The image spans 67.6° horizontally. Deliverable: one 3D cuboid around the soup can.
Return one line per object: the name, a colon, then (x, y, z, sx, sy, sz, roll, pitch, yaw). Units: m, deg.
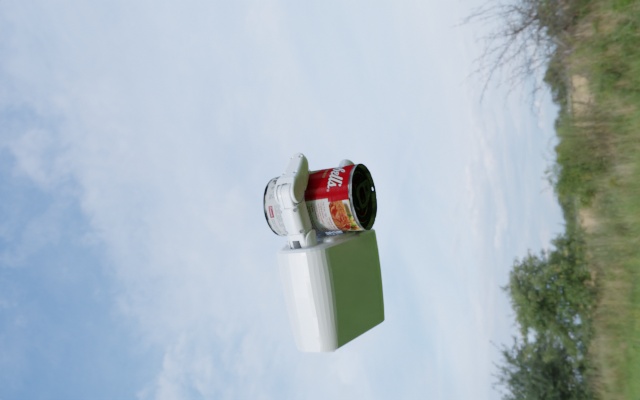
soup can: (0.000, 0.001, 0.500, 0.102, 0.068, 0.068, -7, -3, 27)
